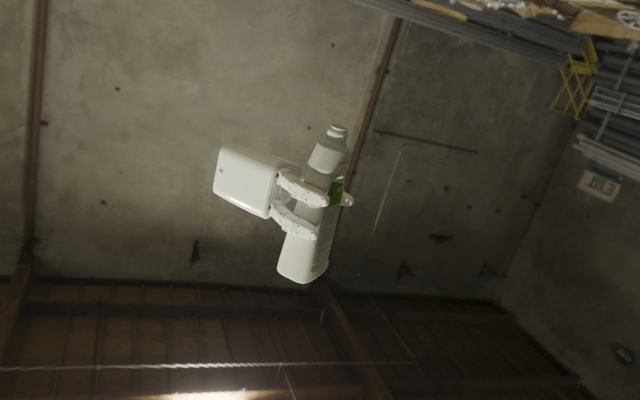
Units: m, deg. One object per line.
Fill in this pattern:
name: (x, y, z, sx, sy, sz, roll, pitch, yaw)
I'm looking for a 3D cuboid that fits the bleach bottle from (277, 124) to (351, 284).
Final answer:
bleach bottle: (0.000, 0.003, 0.758, 0.068, 0.251, 0.102, 23, 21, 19)
